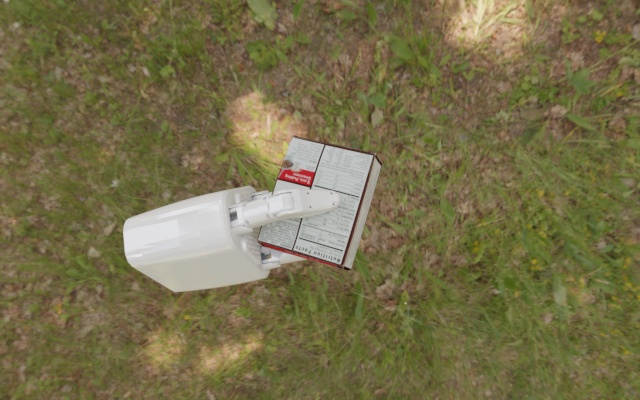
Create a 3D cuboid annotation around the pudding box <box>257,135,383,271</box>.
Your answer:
[{"bbox_3d":[0.000,0.001,0.457,0.090,0.113,0.039,15,-6,17],"label":"pudding box"}]
